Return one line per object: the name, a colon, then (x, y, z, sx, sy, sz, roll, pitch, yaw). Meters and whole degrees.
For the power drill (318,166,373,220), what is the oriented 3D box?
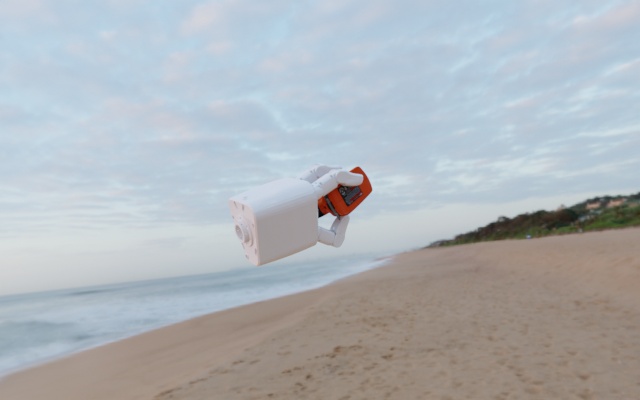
power drill: (0.000, 0.003, 0.854, 0.188, 0.057, 0.184, -25, 11, 43)
